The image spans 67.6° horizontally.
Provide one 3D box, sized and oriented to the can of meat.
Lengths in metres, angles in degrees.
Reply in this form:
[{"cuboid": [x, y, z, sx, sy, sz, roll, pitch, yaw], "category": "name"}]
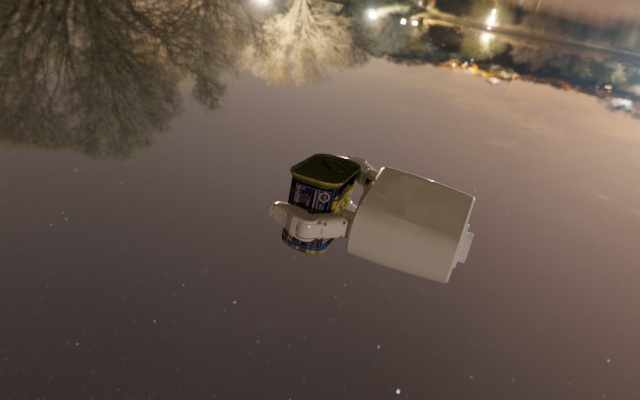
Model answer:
[{"cuboid": [0.000, 0.002, 0.530, 0.057, 0.084, 0.102, 18, 22, 15], "category": "can of meat"}]
